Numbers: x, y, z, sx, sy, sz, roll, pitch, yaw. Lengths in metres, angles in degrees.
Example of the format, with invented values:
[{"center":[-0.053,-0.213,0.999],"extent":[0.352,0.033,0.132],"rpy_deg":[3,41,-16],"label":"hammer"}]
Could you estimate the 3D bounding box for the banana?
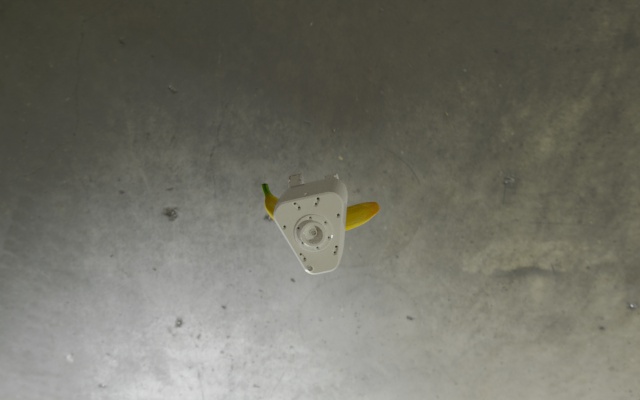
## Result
[{"center":[-0.007,0.020,0.765],"extent":[0.198,0.069,0.037],"rpy_deg":[10,-5,5],"label":"banana"}]
